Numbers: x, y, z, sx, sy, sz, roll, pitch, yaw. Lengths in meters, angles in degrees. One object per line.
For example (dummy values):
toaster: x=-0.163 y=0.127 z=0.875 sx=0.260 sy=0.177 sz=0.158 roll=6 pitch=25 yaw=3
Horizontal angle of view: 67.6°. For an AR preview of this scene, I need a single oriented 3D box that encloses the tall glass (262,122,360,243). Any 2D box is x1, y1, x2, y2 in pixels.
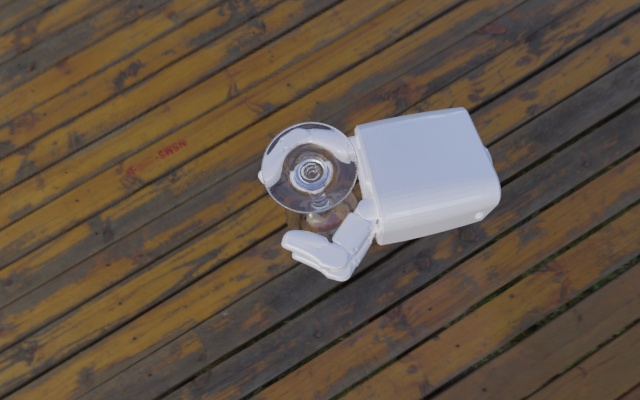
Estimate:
tall glass: x=0.000 y=0.001 z=0.457 sx=0.079 sy=0.079 sz=0.201 roll=0 pitch=-16 yaw=5
